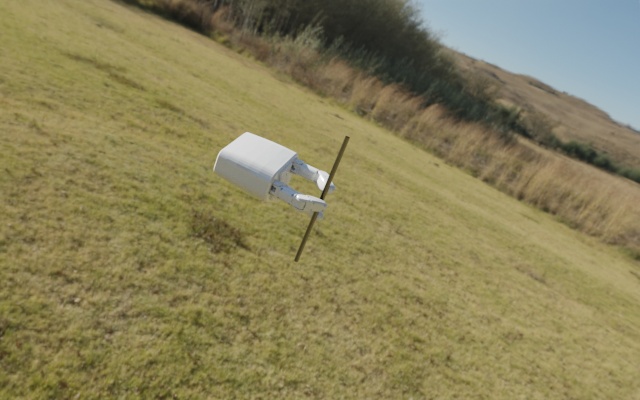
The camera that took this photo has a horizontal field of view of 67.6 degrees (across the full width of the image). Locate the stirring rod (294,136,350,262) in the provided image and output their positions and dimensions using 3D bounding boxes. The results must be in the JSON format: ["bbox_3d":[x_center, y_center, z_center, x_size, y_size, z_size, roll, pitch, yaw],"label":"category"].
[{"bbox_3d":[0.000,0.003,0.804,0.011,0.240,0.011,20,20,-8],"label":"stirring rod"}]
